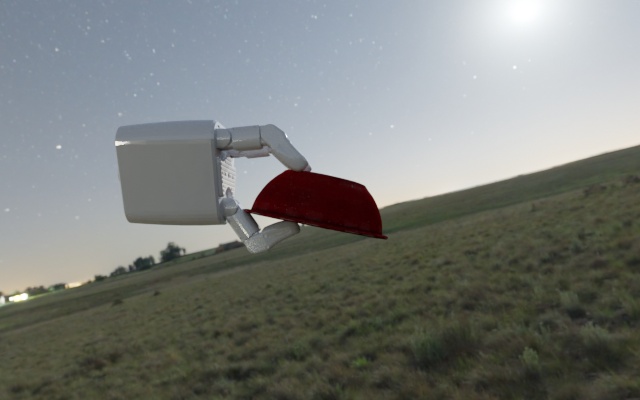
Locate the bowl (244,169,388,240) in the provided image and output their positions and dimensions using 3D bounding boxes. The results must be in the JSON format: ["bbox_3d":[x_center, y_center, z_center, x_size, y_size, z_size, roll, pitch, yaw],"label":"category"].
[{"bbox_3d":[0.001,0.002,0.531,0.162,0.055,0.162,12,-2,0],"label":"bowl"}]
